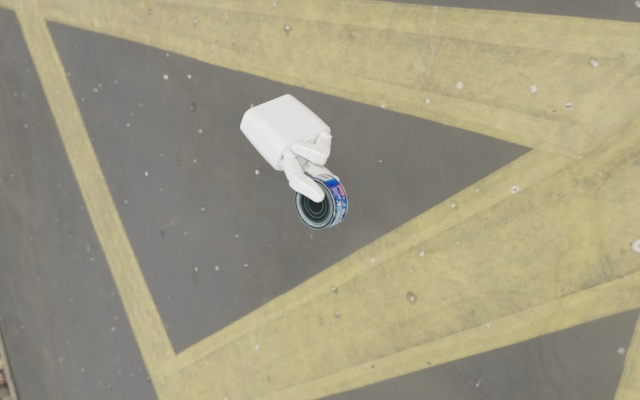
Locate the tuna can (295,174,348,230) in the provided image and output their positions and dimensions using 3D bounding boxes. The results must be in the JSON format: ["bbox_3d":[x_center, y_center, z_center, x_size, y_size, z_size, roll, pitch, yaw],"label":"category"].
[{"bbox_3d":[0.000,0.003,0.757,0.086,0.086,0.033,0,12,40],"label":"tuna can"}]
